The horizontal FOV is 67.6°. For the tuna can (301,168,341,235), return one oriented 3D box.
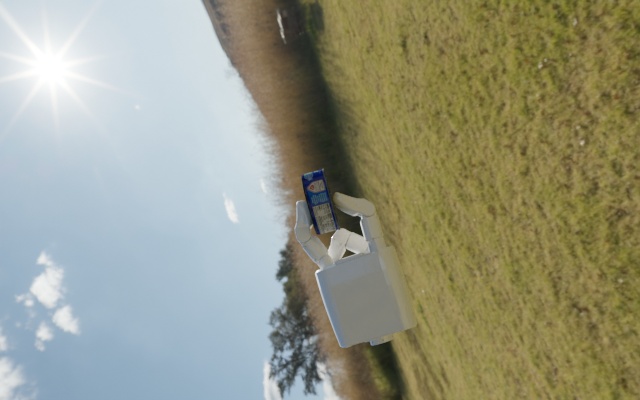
[{"bbox_3d":[0.000,0.002,0.644,0.034,0.086,0.086,-15,0,1],"label":"tuna can"}]
